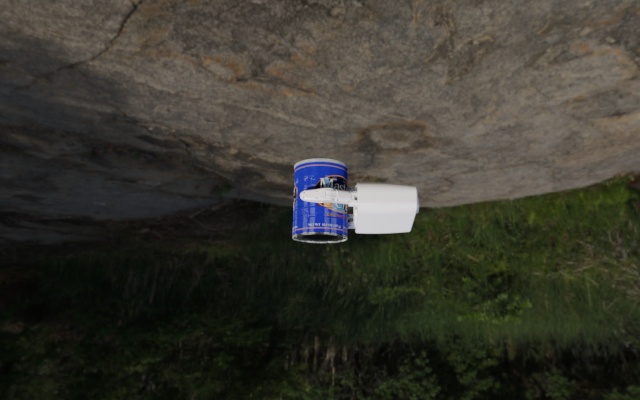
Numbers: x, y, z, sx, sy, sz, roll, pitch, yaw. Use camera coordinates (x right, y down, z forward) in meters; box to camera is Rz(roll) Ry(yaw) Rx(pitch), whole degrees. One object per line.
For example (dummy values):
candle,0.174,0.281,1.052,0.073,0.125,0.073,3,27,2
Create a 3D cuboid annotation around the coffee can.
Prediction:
coffee can,0.000,0.003,0.894,0.103,0.140,0.103,1,-14,0
